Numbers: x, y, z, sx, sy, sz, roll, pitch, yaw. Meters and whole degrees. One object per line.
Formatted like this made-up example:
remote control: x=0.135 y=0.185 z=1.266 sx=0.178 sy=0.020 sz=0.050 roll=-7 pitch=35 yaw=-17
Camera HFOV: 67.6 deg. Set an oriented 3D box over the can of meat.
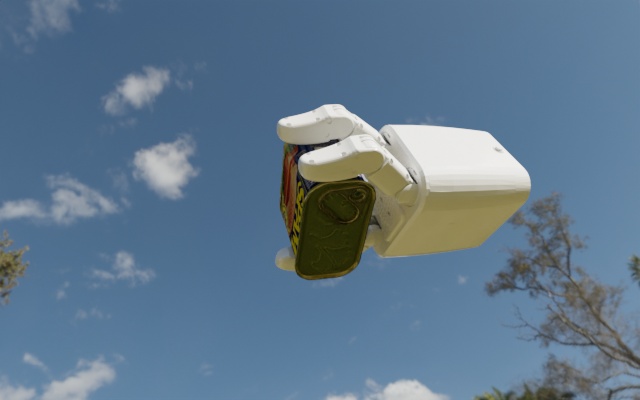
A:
can of meat: x=0.000 y=0.001 z=0.405 sx=0.057 sy=0.102 sz=0.084 roll=-4 pitch=40 yaw=-16
